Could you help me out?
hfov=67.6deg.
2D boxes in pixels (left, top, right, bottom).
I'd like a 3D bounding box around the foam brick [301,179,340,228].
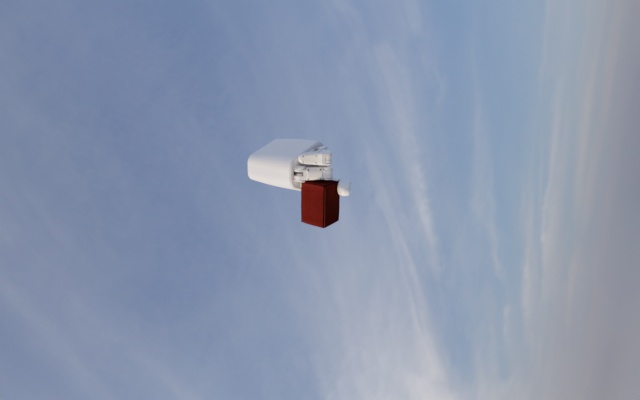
[{"bbox_3d":[0.000,0.003,0.865,0.051,0.078,0.053,10,17,32],"label":"foam brick"}]
